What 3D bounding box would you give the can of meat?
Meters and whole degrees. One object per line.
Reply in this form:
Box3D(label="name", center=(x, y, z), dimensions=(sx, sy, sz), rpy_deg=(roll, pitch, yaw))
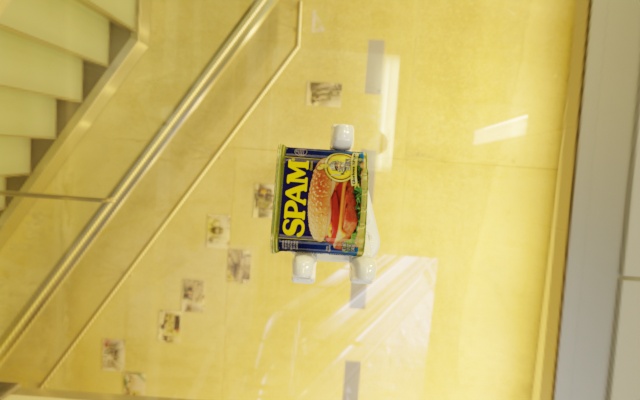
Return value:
Box3D(label="can of meat", center=(0.000, 0.001, 0.446), dimensions=(0.084, 0.102, 0.057), rpy_deg=(4, -7, 0))
